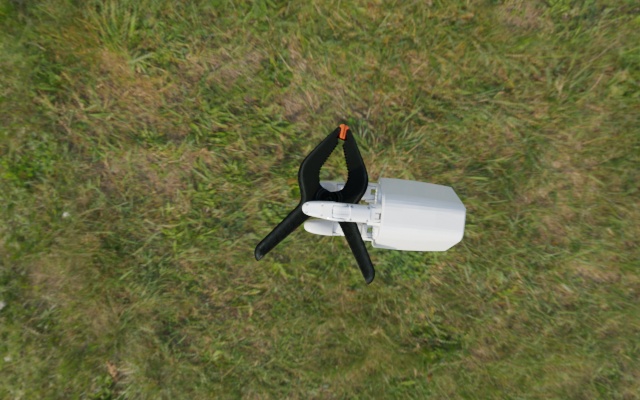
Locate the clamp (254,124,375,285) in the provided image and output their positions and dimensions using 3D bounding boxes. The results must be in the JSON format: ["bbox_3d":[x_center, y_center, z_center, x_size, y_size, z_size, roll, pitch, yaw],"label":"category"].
[{"bbox_3d":[0.000,0.002,0.640,0.164,0.210,0.036,5,1,-2],"label":"clamp"}]
